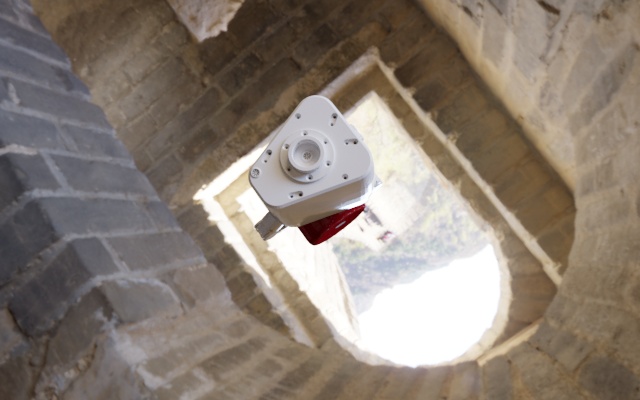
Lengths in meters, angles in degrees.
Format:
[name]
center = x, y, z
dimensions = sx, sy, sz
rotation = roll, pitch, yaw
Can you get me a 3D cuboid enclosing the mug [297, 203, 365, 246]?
[mug]
center = 0.000, 0.002, 0.581
dimensions = 0.093, 0.081, 0.117
rotation = -37, -11, -2
